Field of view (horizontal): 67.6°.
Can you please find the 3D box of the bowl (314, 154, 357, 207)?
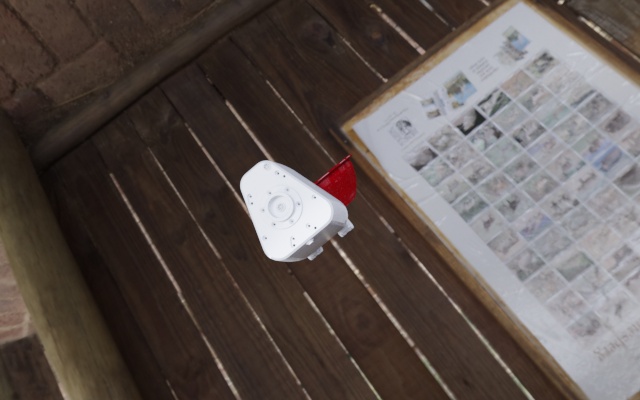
[{"bbox_3d":[0.001,0.002,0.715,0.162,0.055,0.162,-40,1,1],"label":"bowl"}]
